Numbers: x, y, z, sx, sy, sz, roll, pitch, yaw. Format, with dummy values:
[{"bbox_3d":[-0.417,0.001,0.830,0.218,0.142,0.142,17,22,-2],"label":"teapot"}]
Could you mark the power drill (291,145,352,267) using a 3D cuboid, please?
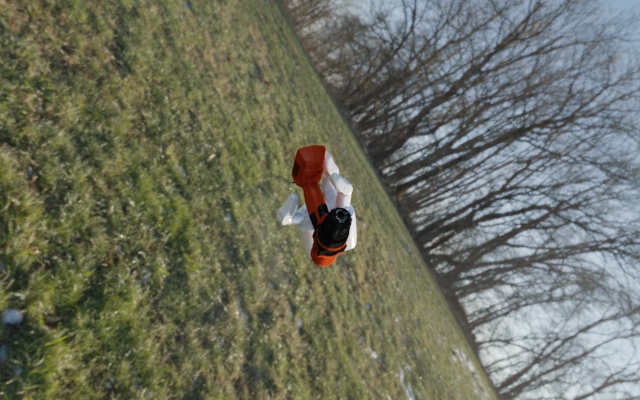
[{"bbox_3d":[0.000,0.002,0.814,0.057,0.187,0.184,-6,-25,-15],"label":"power drill"}]
